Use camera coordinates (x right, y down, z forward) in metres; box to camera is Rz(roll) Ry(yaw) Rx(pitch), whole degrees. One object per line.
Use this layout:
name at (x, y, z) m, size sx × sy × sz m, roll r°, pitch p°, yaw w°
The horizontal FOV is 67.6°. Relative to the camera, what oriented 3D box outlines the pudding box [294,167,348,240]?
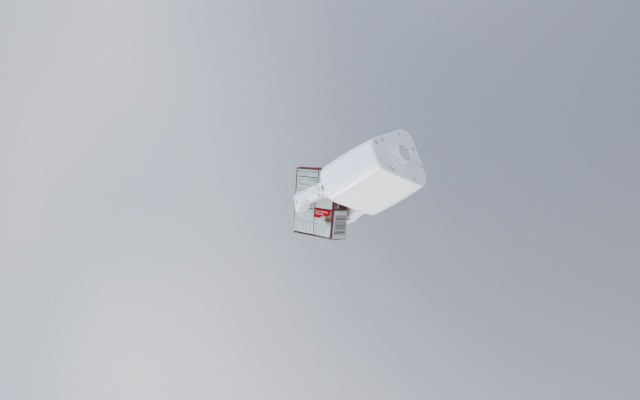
pudding box at (0.000, 0.003, 0.775) m, size 0.090 × 0.113 × 0.039 m, roll 8°, pitch 5°, yaw 45°
